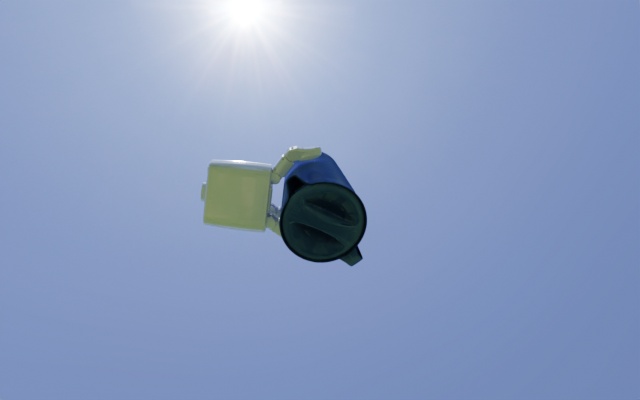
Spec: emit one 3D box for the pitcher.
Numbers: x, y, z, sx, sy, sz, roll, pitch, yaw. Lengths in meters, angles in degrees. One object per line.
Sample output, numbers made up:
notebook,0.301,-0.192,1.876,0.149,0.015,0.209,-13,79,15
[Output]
pitcher,0.000,0.003,0.825,0.145,0.149,0.242,6,20,-7
